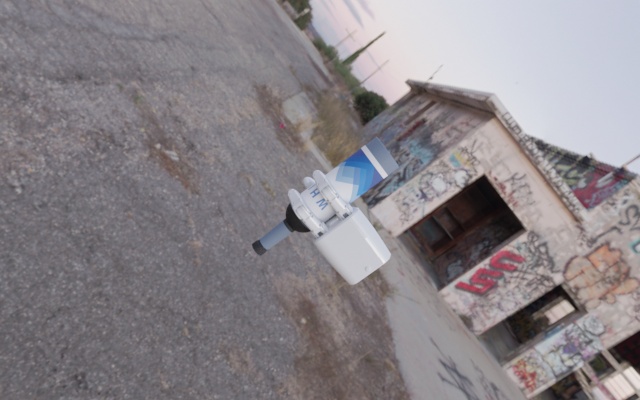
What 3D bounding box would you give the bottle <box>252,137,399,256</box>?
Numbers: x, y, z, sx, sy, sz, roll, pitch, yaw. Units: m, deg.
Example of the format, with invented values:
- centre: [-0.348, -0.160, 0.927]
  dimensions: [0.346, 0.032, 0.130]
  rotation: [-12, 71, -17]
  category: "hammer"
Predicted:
- centre: [0.000, 0.003, 0.850]
  dimensions: [0.296, 0.069, 0.069]
  rotation: [-37, -6, 8]
  category: "bottle"
